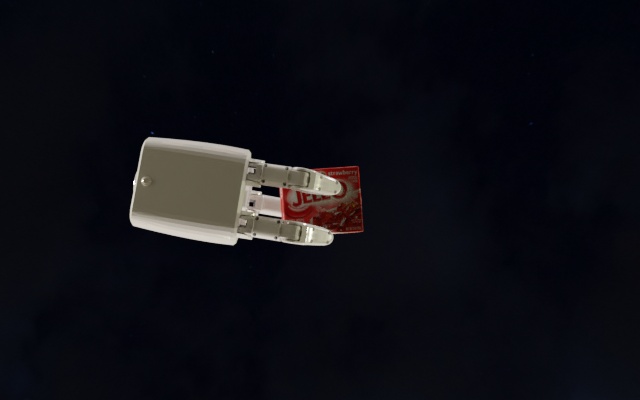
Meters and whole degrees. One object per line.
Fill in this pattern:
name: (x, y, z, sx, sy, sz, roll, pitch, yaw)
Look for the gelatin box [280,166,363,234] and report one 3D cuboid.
gelatin box: (0.000, 0.002, 0.532, 0.089, 0.073, 0.030, -4, -3, -11)
